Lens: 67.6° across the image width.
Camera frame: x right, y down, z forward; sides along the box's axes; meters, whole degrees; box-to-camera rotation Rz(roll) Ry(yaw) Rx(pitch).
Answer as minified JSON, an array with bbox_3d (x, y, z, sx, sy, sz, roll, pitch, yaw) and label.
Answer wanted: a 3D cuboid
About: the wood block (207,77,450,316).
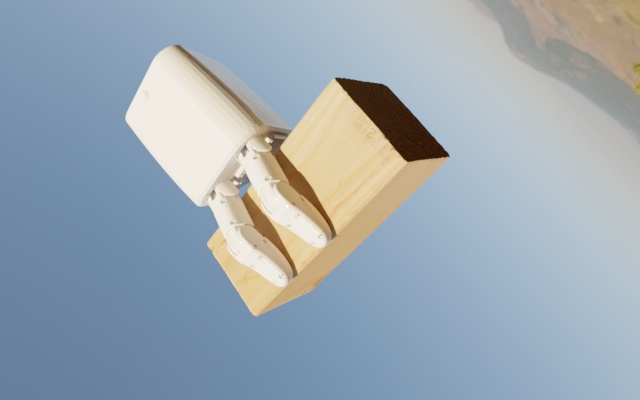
[{"bbox_3d":[0.000,0.001,0.428,0.206,0.090,0.091,-48,-19,31],"label":"wood block"}]
